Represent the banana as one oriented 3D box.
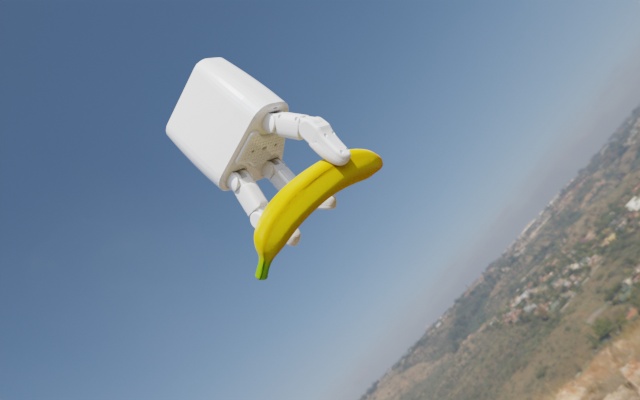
[{"bbox_3d":[-0.002,-0.007,0.482,0.037,0.197,0.070,37,-29,23],"label":"banana"}]
